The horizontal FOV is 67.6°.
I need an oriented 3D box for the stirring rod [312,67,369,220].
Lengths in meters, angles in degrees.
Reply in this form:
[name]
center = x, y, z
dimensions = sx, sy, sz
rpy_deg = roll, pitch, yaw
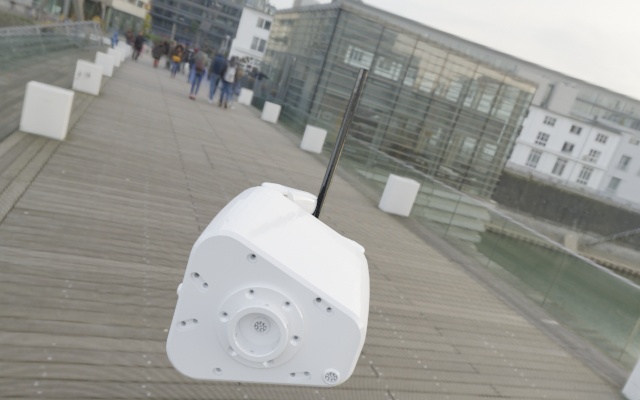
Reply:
[stirring rod]
center = 0.000, 0.002, 0.426
dimensions = 0.011, 0.239, 0.011
rpy_deg = 17, 13, -4
